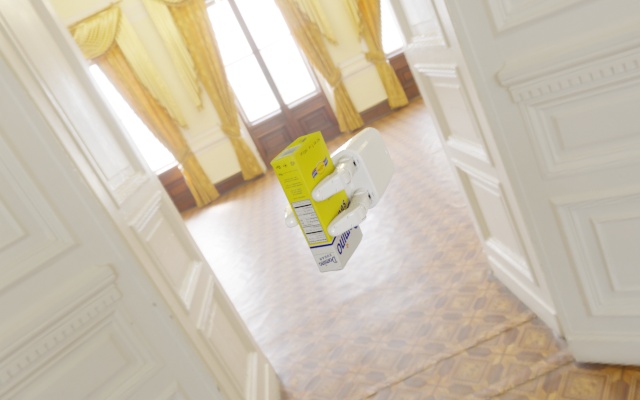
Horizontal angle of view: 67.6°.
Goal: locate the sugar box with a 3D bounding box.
[{"bbox_3d":[0.001,0.002,0.670,0.048,0.176,0.093,-15,20,32],"label":"sugar box"}]
